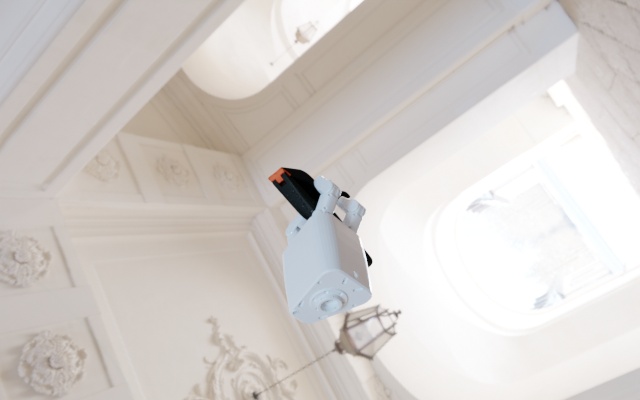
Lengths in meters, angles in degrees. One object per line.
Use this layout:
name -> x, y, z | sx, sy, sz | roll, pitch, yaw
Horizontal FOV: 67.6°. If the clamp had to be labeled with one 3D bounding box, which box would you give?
clamp -> -0.001, 0.003, 0.756 | 0.036, 0.164, 0.210 | -38, -54, 20
